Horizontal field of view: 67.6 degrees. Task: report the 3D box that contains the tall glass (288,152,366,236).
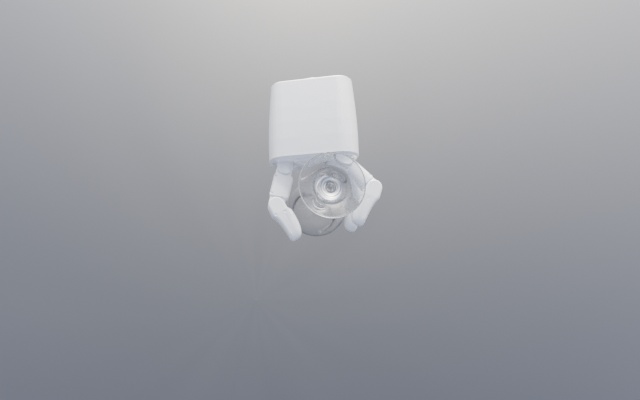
[{"bbox_3d":[0.000,0.002,0.612,0.079,0.079,0.201,0,-12,-8],"label":"tall glass"}]
